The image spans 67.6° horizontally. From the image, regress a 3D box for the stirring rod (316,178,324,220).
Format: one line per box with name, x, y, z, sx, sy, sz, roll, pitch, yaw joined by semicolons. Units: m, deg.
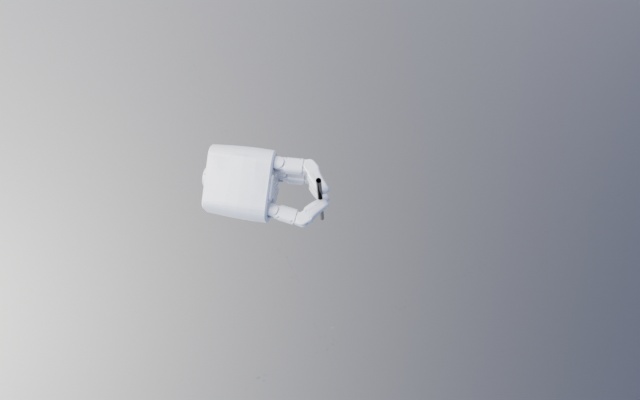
stirring rod;0.000;0.003;0.788;0.011;0.011;0.239;0;-15;1
